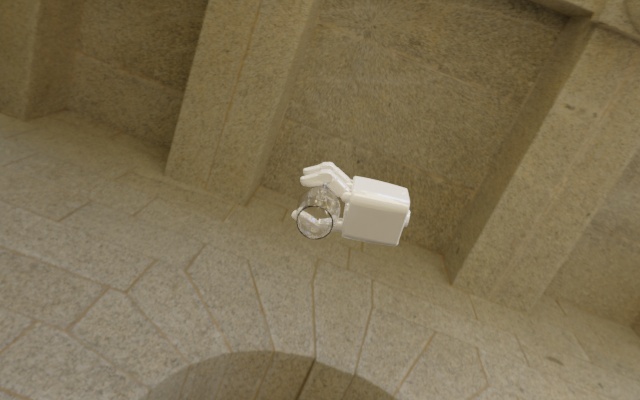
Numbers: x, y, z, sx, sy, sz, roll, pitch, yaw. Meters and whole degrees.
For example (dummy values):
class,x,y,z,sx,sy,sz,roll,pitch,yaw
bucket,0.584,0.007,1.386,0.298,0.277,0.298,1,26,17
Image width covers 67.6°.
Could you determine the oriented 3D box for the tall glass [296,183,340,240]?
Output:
class,x,y,z,sx,sy,sz,roll,pitch,yaw
tall glass,0.000,0.003,0.886,0.079,0.079,0.201,0,20,6
